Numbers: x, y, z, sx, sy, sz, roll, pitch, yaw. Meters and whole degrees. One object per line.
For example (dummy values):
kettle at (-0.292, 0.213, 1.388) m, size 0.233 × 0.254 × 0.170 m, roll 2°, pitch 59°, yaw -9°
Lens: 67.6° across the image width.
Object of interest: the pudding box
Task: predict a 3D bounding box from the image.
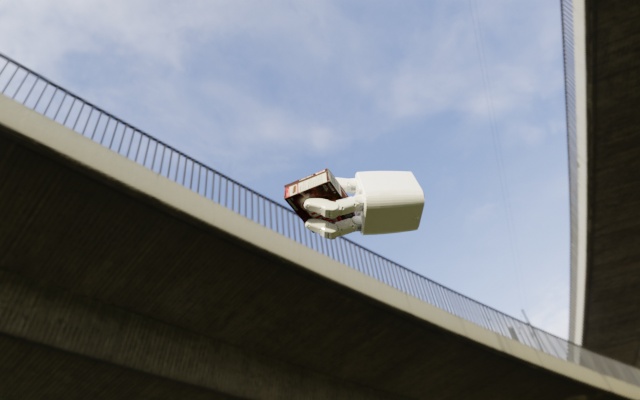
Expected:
pudding box at (0.000, 0.003, 0.851) m, size 0.090 × 0.039 × 0.114 m, roll -22°, pitch -48°, yaw 17°
